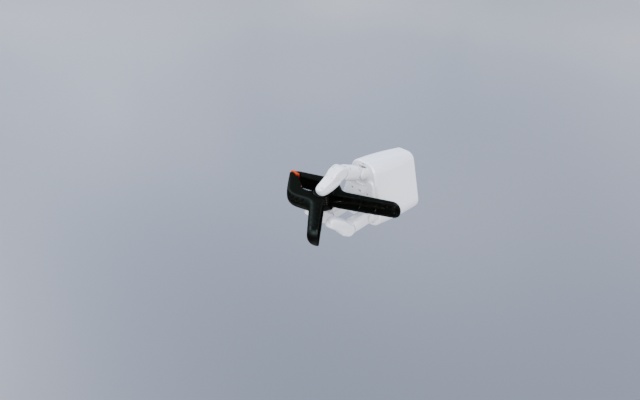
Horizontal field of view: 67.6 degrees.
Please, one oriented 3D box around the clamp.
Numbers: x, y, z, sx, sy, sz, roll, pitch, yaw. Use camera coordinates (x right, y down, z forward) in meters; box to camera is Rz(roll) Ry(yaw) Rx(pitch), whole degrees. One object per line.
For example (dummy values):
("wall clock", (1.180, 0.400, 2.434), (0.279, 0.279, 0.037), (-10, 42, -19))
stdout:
("clamp", (0.000, 0.002, 0.772), (0.164, 0.036, 0.210), (-21, 35, -34))
